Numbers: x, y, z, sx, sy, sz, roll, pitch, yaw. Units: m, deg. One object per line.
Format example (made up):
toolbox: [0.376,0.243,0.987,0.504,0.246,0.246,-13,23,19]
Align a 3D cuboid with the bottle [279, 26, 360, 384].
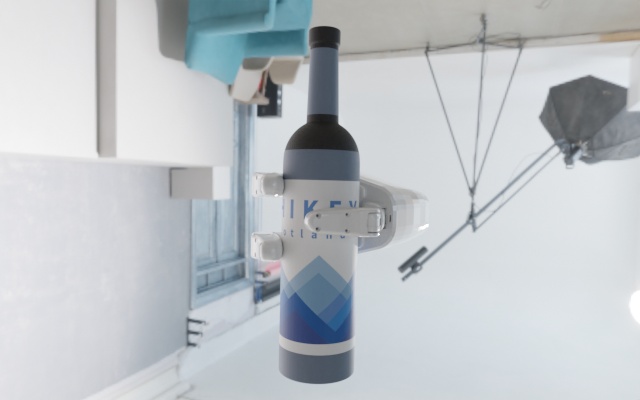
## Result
bottle: [0.000,0.002,0.415,0.069,0.296,0.069,1,2,0]
